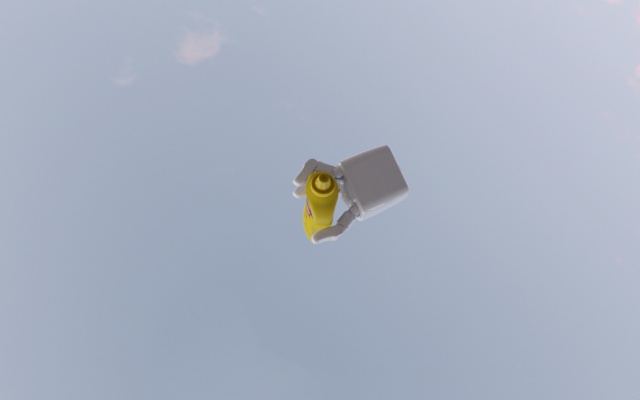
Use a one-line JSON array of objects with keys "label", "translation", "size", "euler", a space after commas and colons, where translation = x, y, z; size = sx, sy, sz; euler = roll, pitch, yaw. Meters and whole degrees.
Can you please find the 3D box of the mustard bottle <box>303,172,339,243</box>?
[{"label": "mustard bottle", "translation": [0.000, 0.003, 0.867], "size": [0.058, 0.096, 0.192], "euler": [-1, -24, -5]}]
